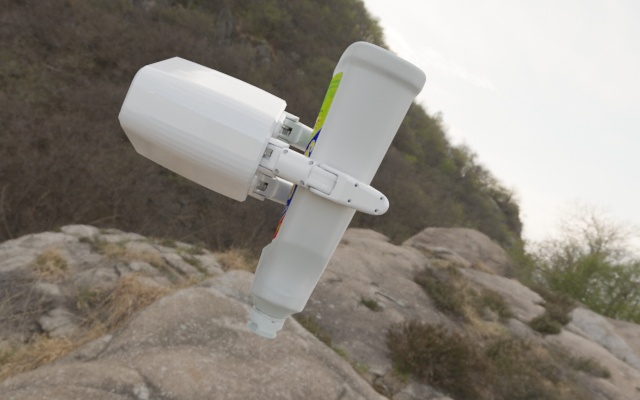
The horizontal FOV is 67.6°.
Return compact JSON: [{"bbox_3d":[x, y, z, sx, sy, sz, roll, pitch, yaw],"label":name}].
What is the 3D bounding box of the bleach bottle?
[{"bbox_3d":[0.000,0.001,0.406,0.068,0.251,0.102,24,3,-8],"label":"bleach bottle"}]
